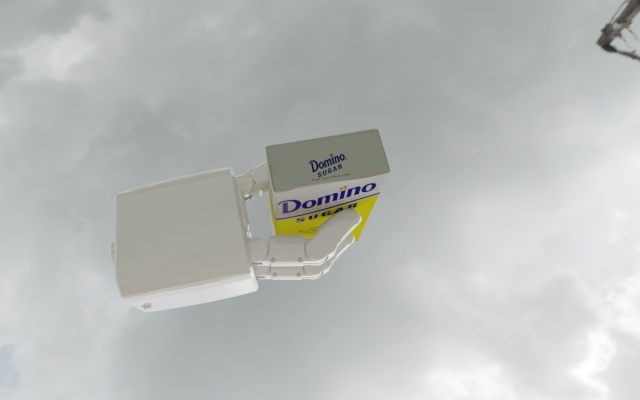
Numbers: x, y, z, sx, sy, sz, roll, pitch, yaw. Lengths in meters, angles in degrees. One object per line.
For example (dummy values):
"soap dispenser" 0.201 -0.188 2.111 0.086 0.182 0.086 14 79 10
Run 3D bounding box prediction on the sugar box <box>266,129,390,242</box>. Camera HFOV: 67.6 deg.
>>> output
"sugar box" 0.000 0.002 0.442 0.093 0.048 0.176 -10 -19 -7
